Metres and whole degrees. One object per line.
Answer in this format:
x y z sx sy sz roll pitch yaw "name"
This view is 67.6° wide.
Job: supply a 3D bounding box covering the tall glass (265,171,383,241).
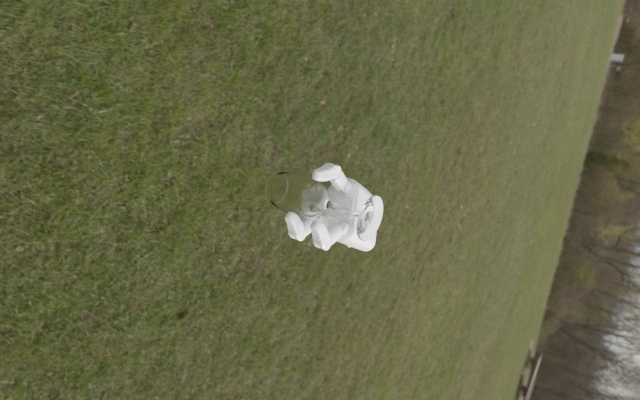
0.001 0.003 0.798 0.201 0.079 0.079 18 10 34 "tall glass"
